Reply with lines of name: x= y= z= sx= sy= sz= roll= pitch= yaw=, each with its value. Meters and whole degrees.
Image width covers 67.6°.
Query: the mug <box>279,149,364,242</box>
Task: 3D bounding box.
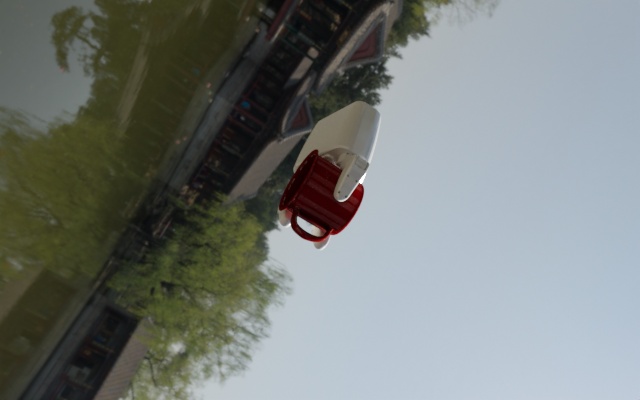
mug: x=0.000 y=0.003 z=0.621 sx=0.081 sy=0.117 sz=0.093 roll=31 pitch=-38 yaw=-14
